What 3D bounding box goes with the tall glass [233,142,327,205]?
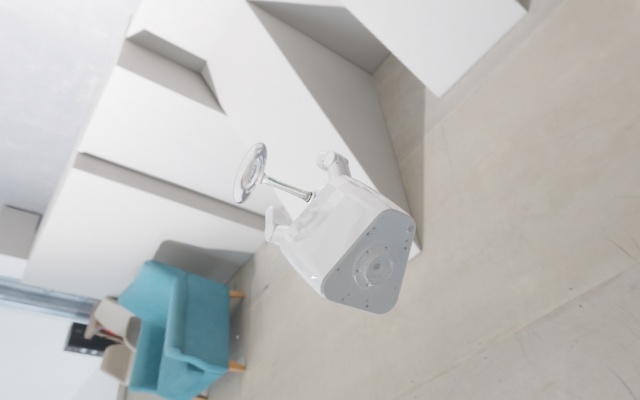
[{"bbox_3d":[0.000,0.002,0.584,0.201,0.079,0.079,22,-11,-29],"label":"tall glass"}]
